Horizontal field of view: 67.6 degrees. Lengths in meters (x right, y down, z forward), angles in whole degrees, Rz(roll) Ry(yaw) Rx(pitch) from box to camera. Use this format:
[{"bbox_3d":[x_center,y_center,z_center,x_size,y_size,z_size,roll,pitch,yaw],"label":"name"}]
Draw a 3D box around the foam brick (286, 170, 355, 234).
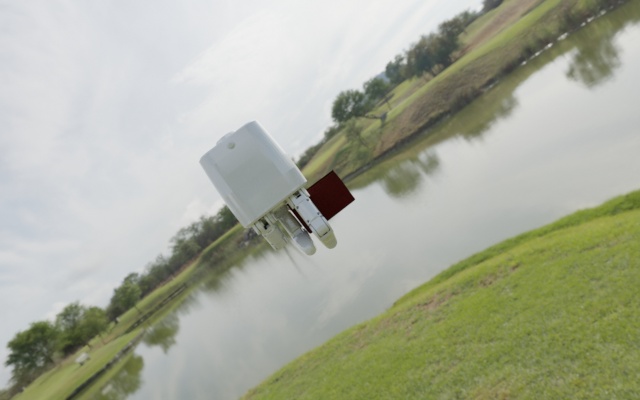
[{"bbox_3d":[0.000,0.002,0.646,0.078,0.051,0.053,-37,0,-4],"label":"foam brick"}]
